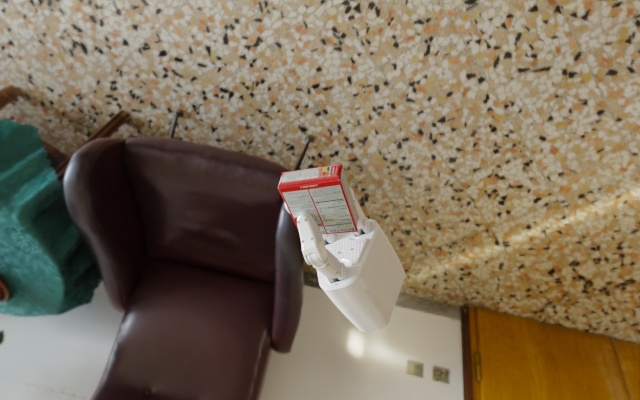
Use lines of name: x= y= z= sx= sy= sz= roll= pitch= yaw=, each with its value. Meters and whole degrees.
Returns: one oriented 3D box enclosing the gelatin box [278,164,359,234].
gelatin box: x=0.000 y=0.002 z=0.561 sx=0.073 sy=0.030 sz=0.089 roll=-7 pitch=-46 yaw=17
